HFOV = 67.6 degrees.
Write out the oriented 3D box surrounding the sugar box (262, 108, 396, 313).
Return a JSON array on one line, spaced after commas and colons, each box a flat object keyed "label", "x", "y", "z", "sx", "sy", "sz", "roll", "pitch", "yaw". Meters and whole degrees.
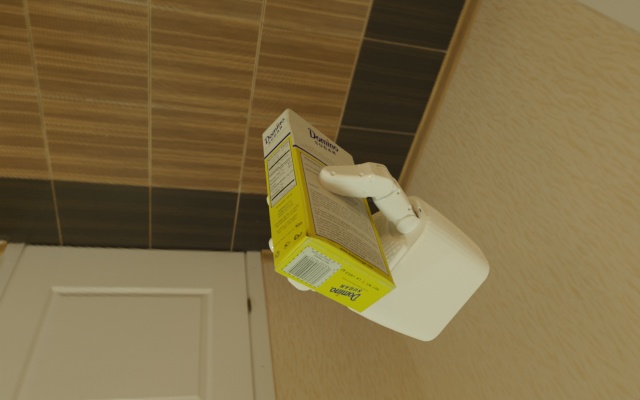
[{"label": "sugar box", "x": 0.000, "y": 0.002, "z": 0.413, "sx": 0.093, "sy": 0.048, "sz": 0.176, "roll": 33, "pitch": 25, "yaw": -31}]
